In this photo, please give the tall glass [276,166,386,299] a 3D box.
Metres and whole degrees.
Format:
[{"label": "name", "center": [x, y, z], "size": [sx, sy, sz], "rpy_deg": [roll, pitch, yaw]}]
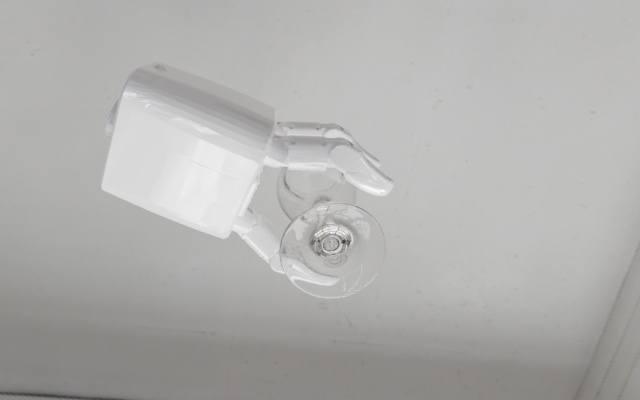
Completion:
[{"label": "tall glass", "center": [0.000, 0.002, 0.422], "size": [0.079, 0.079, 0.201], "rpy_deg": [0, 20, -5]}]
